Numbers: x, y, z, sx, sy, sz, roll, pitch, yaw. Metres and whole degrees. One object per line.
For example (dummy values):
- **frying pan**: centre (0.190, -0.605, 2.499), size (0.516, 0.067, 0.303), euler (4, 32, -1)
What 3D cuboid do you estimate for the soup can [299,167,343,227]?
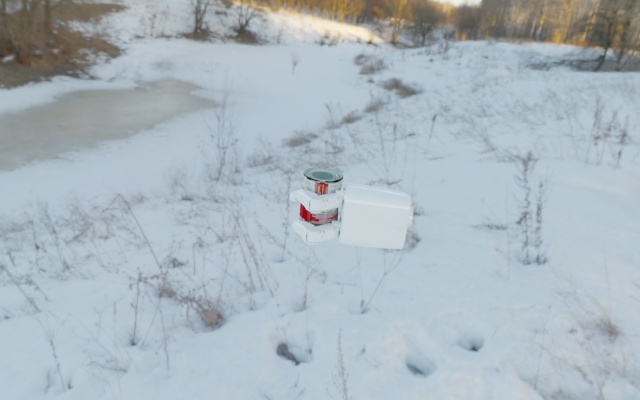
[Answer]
- **soup can**: centre (0.000, 0.002, 0.799), size (0.068, 0.102, 0.068), euler (5, 23, -2)
